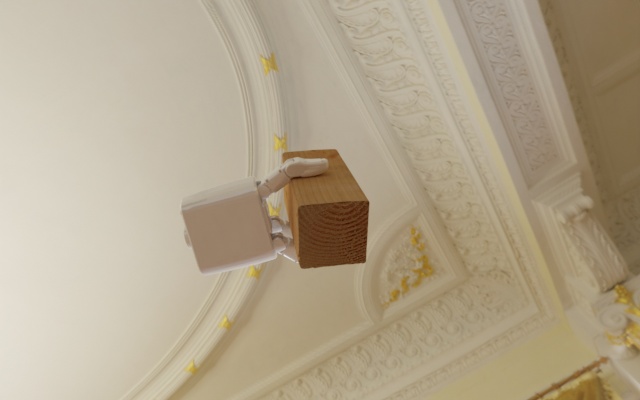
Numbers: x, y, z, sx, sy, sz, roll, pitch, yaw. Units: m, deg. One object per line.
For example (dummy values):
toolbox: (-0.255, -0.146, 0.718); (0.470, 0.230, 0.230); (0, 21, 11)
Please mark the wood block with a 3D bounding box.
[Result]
wood block: (0.000, 0.002, 0.681); (0.090, 0.091, 0.206); (-4, 25, -9)
